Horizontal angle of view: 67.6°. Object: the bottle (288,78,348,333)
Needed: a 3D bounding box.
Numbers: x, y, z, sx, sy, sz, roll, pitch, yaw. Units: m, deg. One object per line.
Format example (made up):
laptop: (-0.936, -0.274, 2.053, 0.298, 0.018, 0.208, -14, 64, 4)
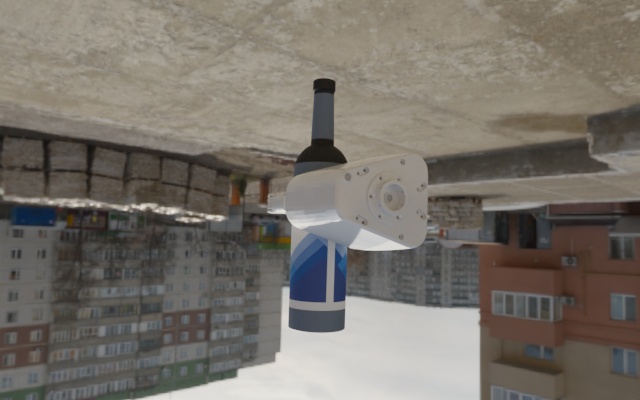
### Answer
bottle: (0.000, 0.002, 0.570, 0.069, 0.295, 0.069, 2, -4, 0)
